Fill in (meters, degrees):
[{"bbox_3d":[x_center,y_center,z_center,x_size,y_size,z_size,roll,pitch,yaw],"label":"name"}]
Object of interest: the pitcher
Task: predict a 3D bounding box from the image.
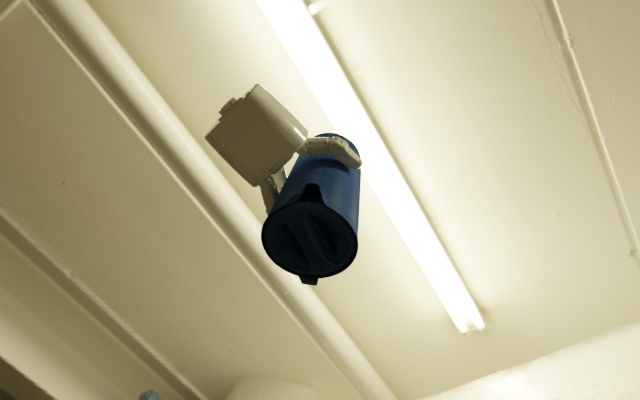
[{"bbox_3d":[0.000,0.002,0.741,0.149,0.145,0.242,-36,21,29],"label":"pitcher"}]
